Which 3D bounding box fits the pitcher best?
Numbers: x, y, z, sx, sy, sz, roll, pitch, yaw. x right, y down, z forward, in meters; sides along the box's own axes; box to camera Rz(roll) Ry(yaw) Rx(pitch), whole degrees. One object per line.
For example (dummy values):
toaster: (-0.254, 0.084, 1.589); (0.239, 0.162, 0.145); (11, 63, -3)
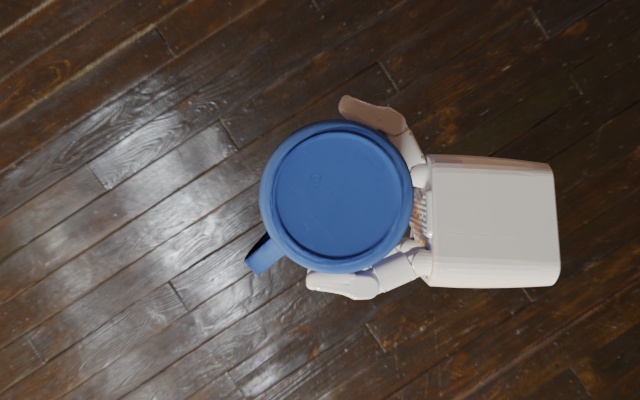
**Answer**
pitcher: (0.000, 0.001, 0.440); (0.145, 0.149, 0.243); (3, 2, -2)
